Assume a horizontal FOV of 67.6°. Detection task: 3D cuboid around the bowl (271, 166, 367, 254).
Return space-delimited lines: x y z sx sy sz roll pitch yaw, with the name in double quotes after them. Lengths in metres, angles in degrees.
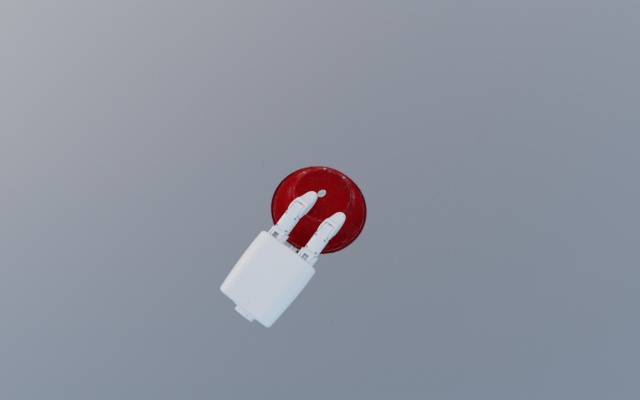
0.001 0.001 0.776 0.162 0.162 0.055 0 -26 -6 "bowl"
